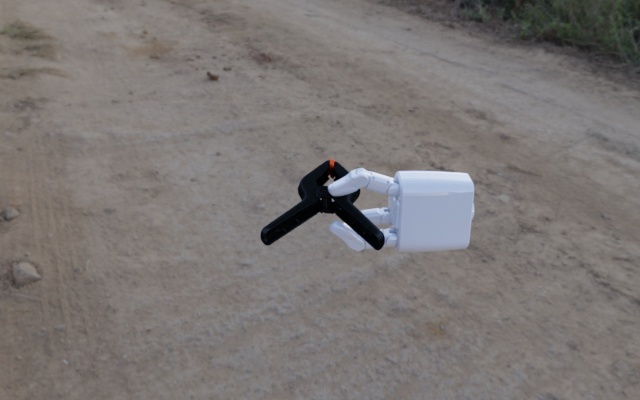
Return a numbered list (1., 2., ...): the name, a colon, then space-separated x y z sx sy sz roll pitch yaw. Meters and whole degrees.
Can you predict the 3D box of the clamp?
1. clamp: 0.000 0.001 0.701 0.164 0.036 0.209 -1 34 -1
